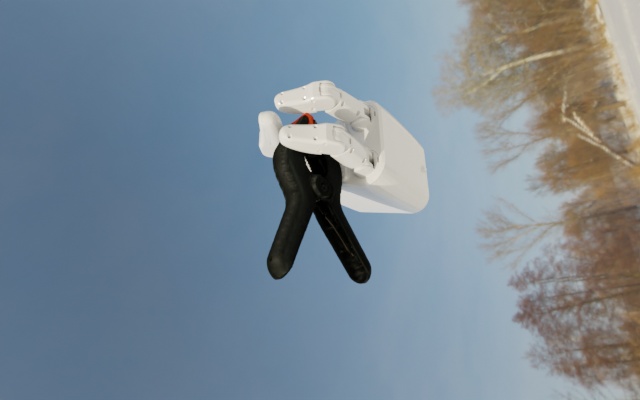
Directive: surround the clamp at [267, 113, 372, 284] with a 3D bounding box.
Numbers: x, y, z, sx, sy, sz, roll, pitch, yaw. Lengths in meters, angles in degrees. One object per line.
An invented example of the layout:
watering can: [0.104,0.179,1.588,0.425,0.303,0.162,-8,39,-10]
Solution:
clamp: [0.000,0.001,0.454,0.039,0.171,0.120,-20,-31,35]
